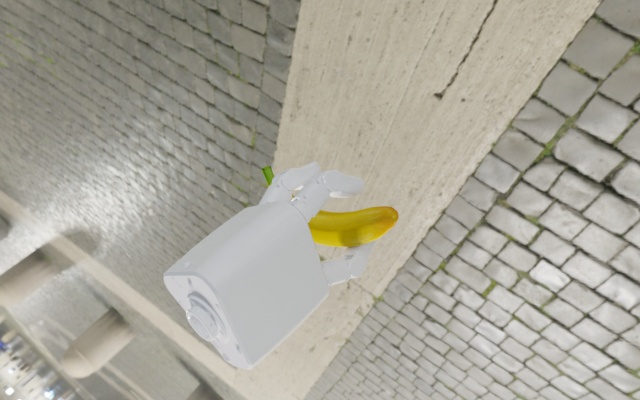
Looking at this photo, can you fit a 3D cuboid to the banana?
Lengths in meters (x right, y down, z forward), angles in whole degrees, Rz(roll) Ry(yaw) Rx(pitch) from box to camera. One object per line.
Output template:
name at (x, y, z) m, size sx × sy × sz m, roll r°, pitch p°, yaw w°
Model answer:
banana at (0.000, 0.017, 0.527) m, size 0.197 × 0.070 × 0.037 m, roll 19°, pitch 38°, yaw 38°
